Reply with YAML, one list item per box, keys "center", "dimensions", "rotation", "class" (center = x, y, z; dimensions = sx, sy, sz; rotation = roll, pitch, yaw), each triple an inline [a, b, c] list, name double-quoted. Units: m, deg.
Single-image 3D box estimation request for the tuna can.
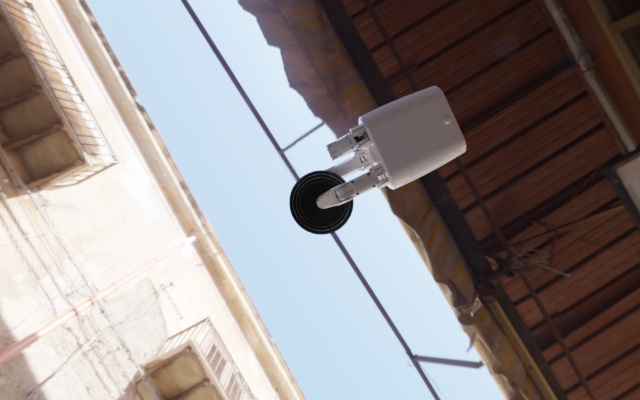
- center: [0.000, 0.002, 0.644]
  dimensions: [0.086, 0.086, 0.034]
  rotation: [0, 3, -5]
  class: "tuna can"
